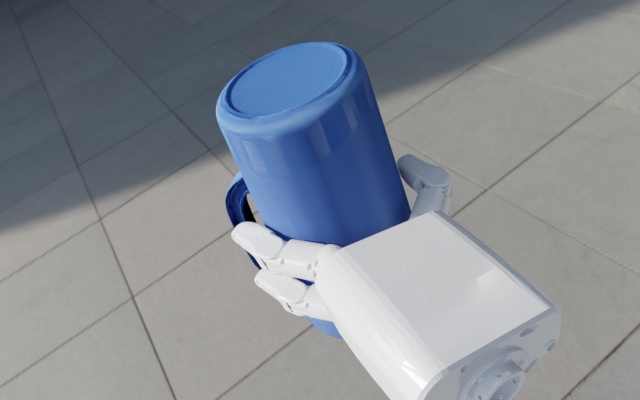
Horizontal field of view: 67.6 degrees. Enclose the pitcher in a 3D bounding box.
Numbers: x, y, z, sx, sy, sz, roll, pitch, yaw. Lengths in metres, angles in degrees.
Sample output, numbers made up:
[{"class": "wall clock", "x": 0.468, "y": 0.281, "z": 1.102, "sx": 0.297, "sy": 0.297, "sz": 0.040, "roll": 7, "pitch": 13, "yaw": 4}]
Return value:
[{"class": "pitcher", "x": 0.000, "y": 0.001, "z": 0.404, "sx": 0.149, "sy": 0.243, "sz": 0.145, "roll": -32, "pitch": 42, "yaw": -11}]
